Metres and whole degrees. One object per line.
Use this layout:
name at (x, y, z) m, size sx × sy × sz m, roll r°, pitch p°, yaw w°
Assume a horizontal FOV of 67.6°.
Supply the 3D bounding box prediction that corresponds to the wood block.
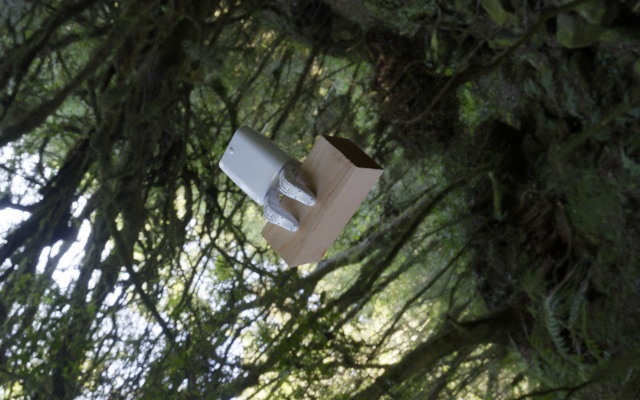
wood block at (0.000, 0.002, 0.800) m, size 0.090 × 0.206 × 0.091 m, roll 44°, pitch 25°, yaw 25°
